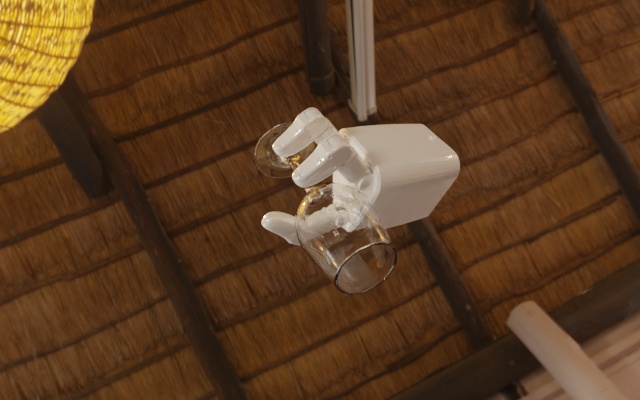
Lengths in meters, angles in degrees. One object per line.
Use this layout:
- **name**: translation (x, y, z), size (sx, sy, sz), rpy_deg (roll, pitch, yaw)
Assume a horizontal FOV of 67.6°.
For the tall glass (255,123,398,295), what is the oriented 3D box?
- **tall glass**: translation (0.000, 0.001, 0.483), size (0.079, 0.079, 0.201), rpy_deg (0, 36, -30)
